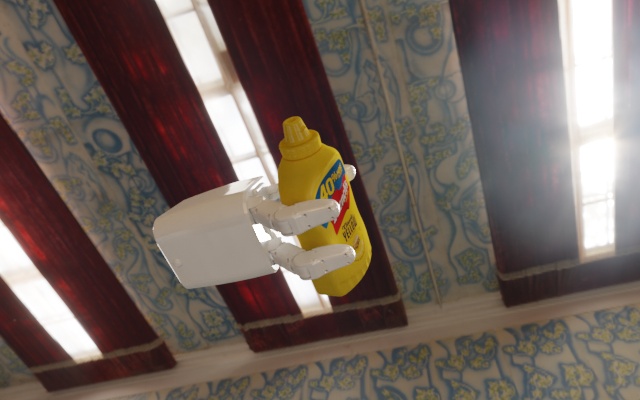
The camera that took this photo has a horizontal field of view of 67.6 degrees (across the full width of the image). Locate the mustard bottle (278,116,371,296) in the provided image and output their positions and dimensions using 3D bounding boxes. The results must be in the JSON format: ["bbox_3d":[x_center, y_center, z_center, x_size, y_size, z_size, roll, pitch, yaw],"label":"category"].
[{"bbox_3d":[0.000,0.002,0.502,0.058,0.192,0.096,0,35,31],"label":"mustard bottle"}]
